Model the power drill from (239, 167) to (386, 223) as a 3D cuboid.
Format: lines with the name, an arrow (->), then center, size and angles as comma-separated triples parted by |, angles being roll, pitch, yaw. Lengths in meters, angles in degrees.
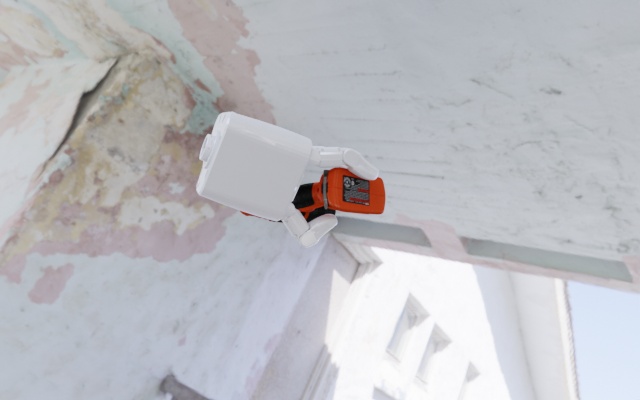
power drill -> 0.000, 0.002, 0.696 | 0.184, 0.057, 0.187 | 7, -13, -43
